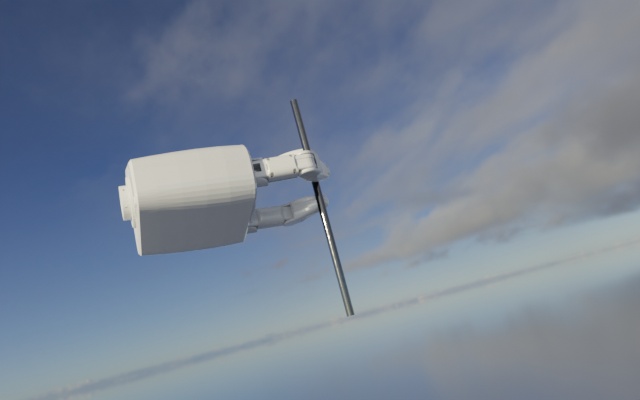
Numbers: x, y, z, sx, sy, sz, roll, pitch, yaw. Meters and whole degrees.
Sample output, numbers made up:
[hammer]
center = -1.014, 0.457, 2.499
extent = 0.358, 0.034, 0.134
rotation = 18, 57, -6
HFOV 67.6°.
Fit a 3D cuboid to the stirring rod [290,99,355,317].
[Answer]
[stirring rod]
center = 0.000, 0.002, 0.502
extent = 0.011, 0.239, 0.011
rotation = -14, -14, -4
